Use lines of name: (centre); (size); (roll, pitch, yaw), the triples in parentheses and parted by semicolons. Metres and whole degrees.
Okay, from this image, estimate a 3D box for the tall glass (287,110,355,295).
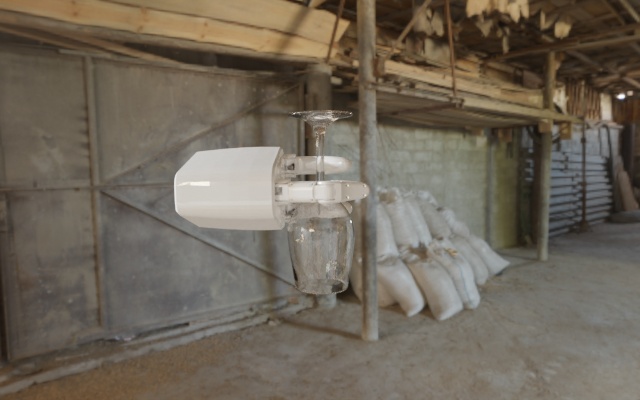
tall glass: (0.000, 0.001, 0.547); (0.079, 0.201, 0.079); (-1, 5, 0)
